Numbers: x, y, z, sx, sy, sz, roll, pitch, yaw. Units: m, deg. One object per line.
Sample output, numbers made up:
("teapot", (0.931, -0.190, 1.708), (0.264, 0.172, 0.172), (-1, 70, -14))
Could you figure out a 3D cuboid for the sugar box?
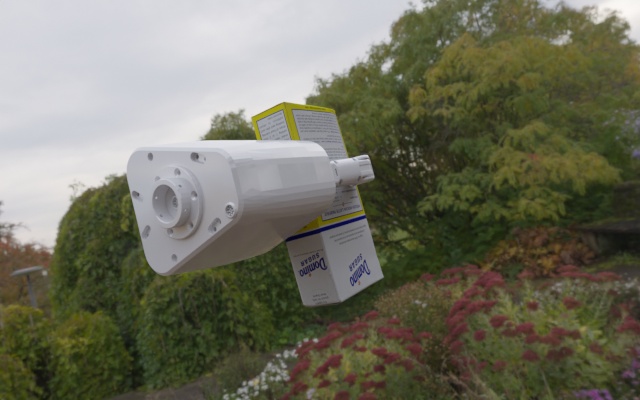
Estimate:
("sugar box", (0.000, 0.001, 0.444), (0.048, 0.176, 0.093), (-15, -3, 32))
